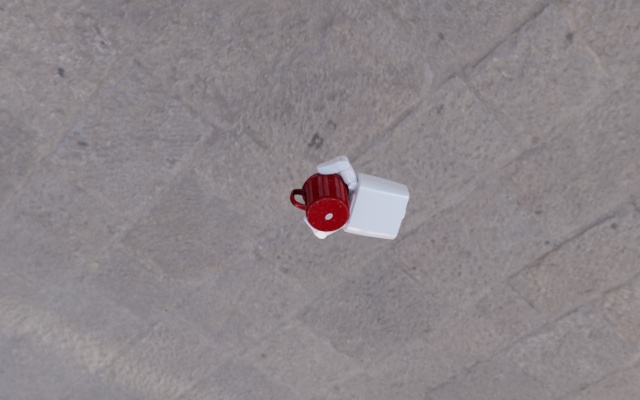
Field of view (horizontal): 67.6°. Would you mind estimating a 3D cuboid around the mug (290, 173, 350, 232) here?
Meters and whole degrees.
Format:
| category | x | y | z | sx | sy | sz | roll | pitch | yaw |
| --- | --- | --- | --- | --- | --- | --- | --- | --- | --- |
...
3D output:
| category | x | y | z | sx | sy | sz | roll | pitch | yaw |
| --- | --- | --- | --- | --- | --- | --- | --- | --- | --- |
| mug | -0.001 | 0.003 | 0.899 | 0.117 | 0.093 | 0.081 | 11 | 33 | -12 |
